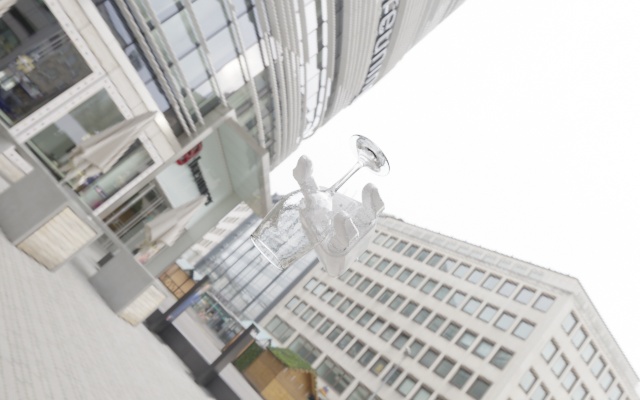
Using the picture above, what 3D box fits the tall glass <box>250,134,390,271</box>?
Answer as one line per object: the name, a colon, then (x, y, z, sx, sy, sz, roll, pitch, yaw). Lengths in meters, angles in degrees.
tall glass: (0.001, 0.002, 0.635, 0.201, 0.079, 0.079, -43, 17, -18)
